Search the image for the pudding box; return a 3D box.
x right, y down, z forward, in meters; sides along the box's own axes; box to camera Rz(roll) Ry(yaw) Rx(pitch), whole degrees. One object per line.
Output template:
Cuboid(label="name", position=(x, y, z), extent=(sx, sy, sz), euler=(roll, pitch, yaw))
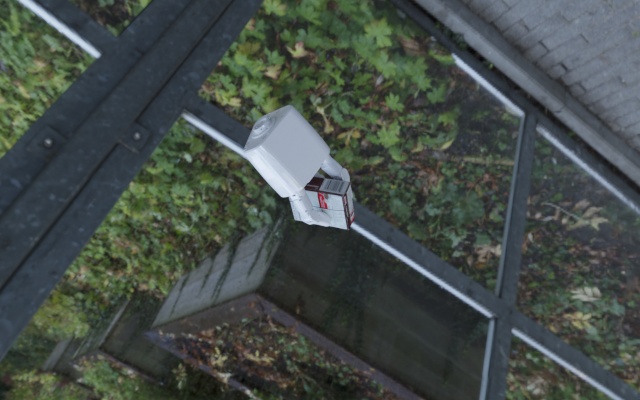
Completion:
Cuboid(label="pudding box", position=(0.000, 0.003, 0.854), extent=(0.113, 0.090, 0.039), euler=(10, 49, 22))
